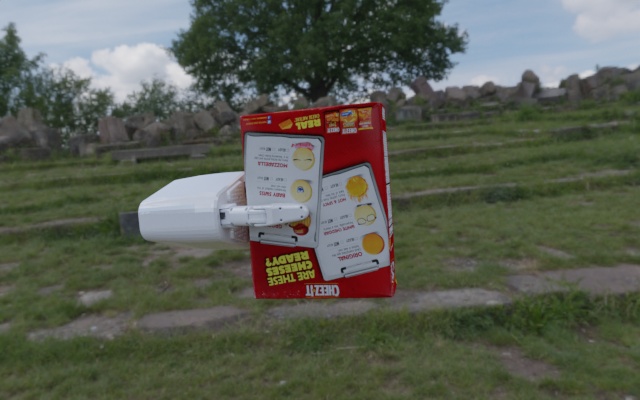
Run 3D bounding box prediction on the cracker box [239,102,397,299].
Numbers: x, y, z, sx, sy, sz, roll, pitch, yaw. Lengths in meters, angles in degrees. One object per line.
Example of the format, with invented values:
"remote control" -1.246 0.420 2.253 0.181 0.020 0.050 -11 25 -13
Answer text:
"cracker box" 0.000 0.002 0.559 0.164 0.214 0.072 -3 4 14
